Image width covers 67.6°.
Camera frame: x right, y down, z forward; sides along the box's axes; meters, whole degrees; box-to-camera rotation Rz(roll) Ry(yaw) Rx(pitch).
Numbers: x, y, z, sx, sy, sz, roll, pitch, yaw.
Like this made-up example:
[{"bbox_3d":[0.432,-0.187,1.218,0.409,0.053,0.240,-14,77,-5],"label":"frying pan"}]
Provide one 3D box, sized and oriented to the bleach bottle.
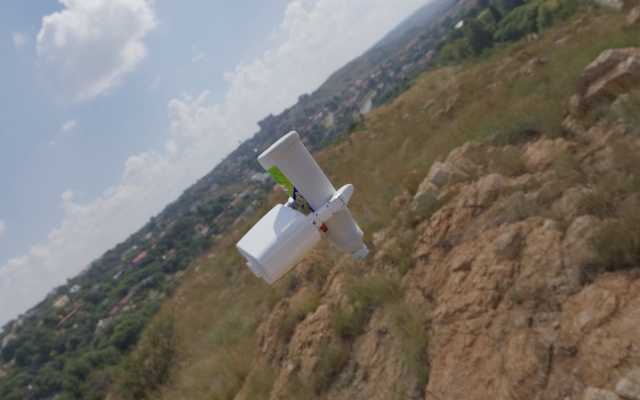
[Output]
[{"bbox_3d":[0.000,0.003,0.820,0.068,0.251,0.102,-43,11,-17],"label":"bleach bottle"}]
